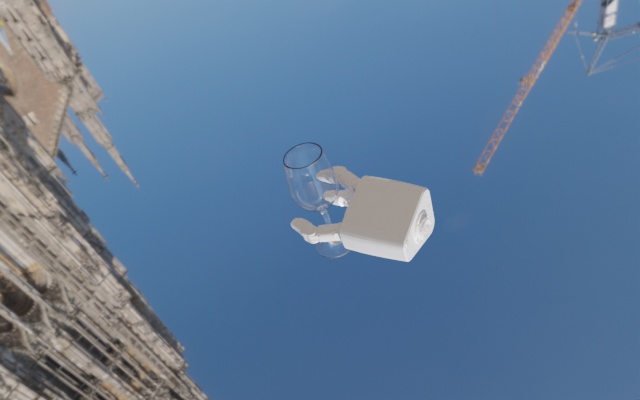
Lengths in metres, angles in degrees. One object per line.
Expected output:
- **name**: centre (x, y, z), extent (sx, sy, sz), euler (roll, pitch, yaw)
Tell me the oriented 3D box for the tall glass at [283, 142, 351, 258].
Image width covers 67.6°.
- **tall glass**: centre (0.000, 0.003, 0.777), extent (0.079, 0.201, 0.079), euler (-12, 42, 11)
